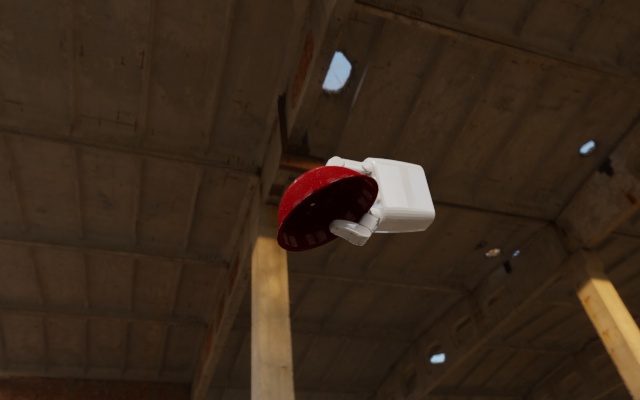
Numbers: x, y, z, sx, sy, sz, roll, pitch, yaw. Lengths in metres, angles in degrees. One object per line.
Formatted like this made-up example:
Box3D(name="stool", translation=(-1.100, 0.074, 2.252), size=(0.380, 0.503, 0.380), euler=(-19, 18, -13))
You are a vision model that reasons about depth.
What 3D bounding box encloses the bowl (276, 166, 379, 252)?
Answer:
Box3D(name="bowl", translation=(-0.001, 0.002, 0.673), size=(0.162, 0.055, 0.162), euler=(-25, -28, -15))
